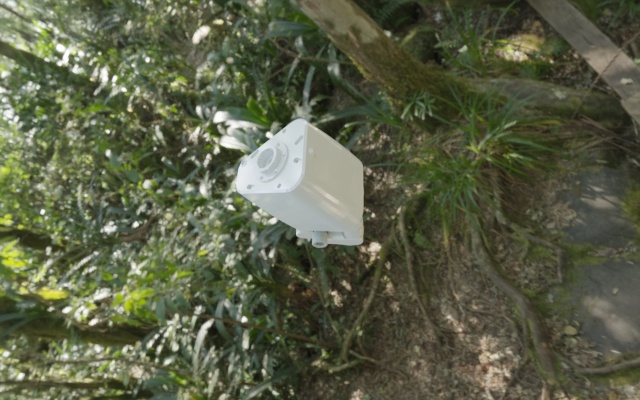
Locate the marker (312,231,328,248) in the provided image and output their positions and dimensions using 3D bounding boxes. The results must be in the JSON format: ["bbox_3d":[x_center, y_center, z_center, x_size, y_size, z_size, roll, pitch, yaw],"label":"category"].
[{"bbox_3d":[0.000,0.002,0.616,0.020,0.121,0.020,1,-30,1],"label":"marker"}]
